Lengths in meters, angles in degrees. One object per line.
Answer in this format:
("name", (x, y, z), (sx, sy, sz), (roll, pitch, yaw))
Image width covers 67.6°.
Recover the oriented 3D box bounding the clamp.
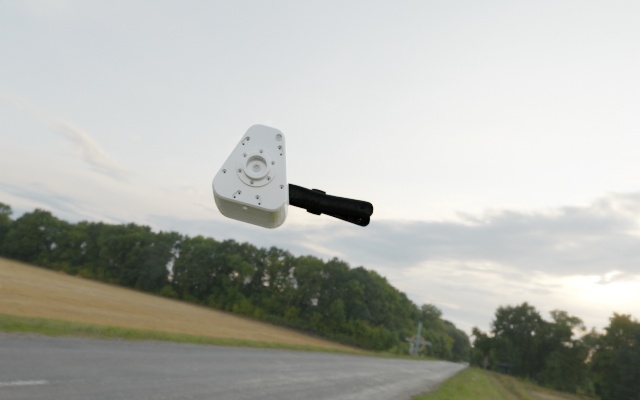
("clamp", (0.000, 0.002, 0.693), (0.171, 0.039, 0.120), (14, -14, -3))
